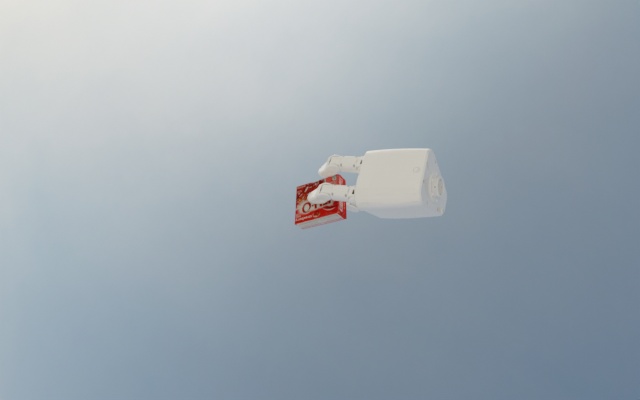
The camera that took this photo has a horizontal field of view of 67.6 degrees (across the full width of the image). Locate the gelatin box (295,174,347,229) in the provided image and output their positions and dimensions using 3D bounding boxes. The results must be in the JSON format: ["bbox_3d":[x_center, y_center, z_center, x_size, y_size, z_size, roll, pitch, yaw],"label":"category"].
[{"bbox_3d":[0.000,0.003,0.806,0.089,0.073,0.030,-16,-32,29],"label":"gelatin box"}]
